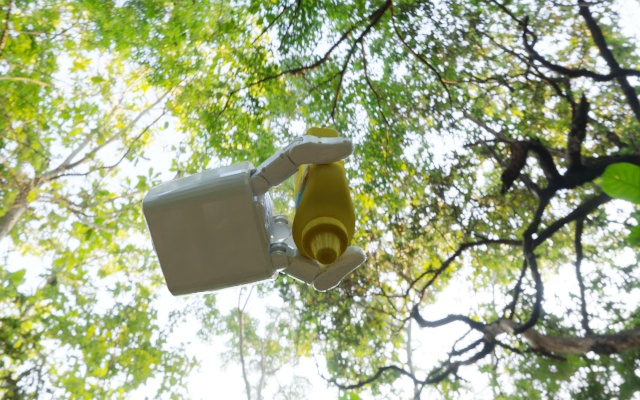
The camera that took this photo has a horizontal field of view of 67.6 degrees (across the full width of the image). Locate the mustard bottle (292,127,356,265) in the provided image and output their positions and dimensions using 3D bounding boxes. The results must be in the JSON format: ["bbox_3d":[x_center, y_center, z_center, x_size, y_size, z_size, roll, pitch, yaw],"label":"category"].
[{"bbox_3d":[0.000,0.001,0.478,0.058,0.096,0.191,8,27,-7],"label":"mustard bottle"}]
